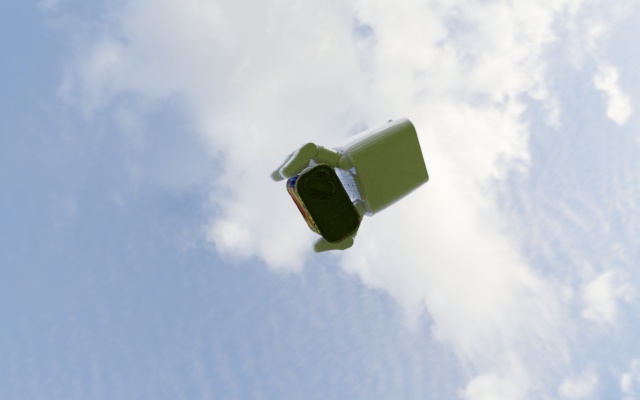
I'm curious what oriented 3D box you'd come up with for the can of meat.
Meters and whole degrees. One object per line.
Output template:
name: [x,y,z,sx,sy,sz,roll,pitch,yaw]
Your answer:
can of meat: [0.000,0.002,0.649,0.057,0.102,0.084,-32,11,-11]
